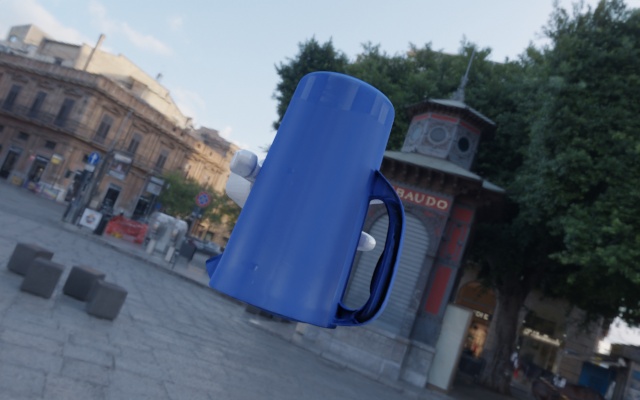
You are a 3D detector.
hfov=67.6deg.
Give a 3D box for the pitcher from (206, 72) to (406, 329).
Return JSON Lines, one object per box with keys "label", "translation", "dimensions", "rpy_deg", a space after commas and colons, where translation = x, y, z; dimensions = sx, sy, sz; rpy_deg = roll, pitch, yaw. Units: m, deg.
{"label": "pitcher", "translation": [0.000, 0.002, 0.487], "dimensions": [0.149, 0.243, 0.145], "rpy_deg": [24, -10, -25]}
